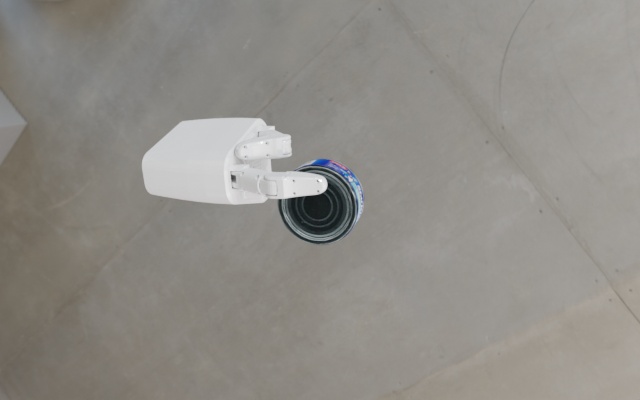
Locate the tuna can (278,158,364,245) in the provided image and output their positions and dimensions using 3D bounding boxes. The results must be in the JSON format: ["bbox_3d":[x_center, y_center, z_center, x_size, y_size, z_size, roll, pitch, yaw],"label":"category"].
[{"bbox_3d":[0.000,0.002,0.490,0.086,0.086,0.033,0,16,16],"label":"tuna can"}]
